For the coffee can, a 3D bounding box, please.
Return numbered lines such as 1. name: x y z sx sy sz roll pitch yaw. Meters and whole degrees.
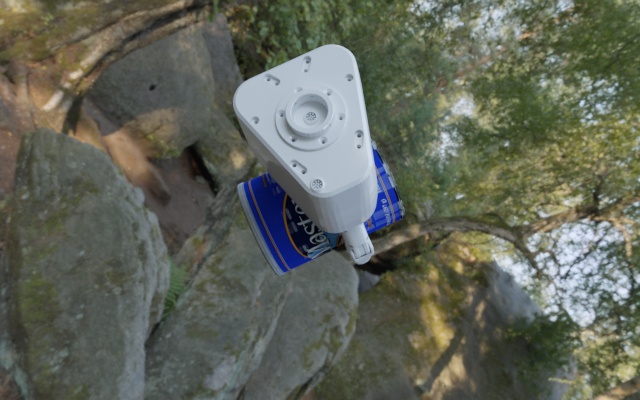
1. coffee can: 0.000 0.002 0.490 0.140 0.103 0.103 -25 0 -1
